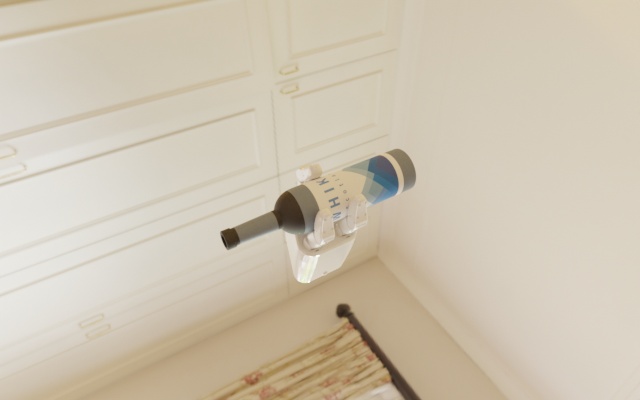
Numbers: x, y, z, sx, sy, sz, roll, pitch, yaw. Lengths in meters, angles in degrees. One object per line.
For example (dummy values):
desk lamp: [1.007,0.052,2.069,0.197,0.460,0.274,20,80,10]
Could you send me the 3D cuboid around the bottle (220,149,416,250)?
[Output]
bottle: [0.000,0.002,0.678,0.295,0.069,0.069,-22,9,-23]
